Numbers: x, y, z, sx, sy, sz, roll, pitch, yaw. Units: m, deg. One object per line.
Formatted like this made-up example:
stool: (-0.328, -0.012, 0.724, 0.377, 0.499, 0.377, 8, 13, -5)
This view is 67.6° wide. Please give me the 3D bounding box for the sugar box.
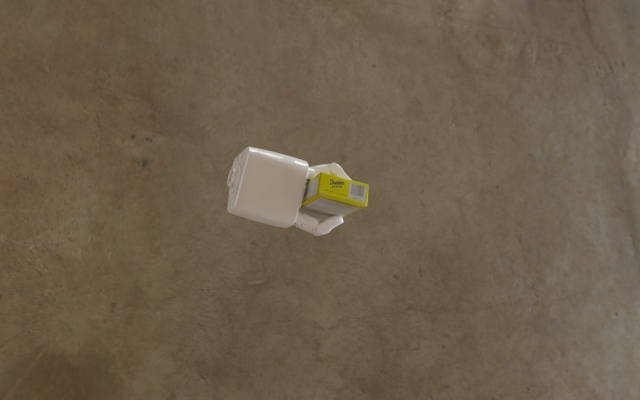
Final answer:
sugar box: (0.000, 0.002, 0.845, 0.093, 0.048, 0.176, 15, -18, -24)
